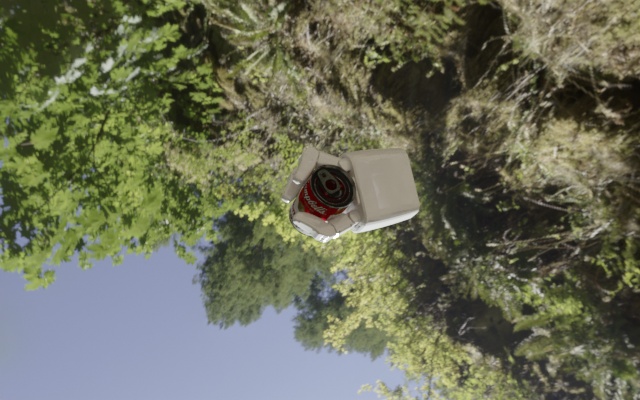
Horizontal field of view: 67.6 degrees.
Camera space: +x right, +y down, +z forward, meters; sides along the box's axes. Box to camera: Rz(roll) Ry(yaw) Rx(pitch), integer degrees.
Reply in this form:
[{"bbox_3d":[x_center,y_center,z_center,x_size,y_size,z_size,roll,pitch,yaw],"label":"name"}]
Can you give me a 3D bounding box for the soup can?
[{"bbox_3d":[0.000,0.003,0.691,0.068,0.068,0.102,0,-27,-24],"label":"soup can"}]
